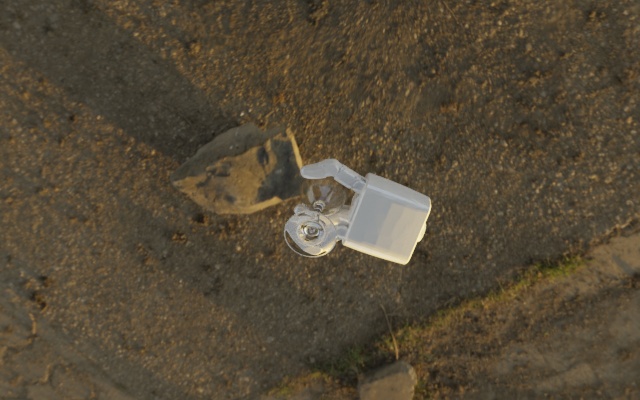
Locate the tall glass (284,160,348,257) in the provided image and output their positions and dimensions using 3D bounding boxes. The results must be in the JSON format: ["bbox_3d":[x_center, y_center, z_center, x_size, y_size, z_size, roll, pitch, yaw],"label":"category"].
[{"bbox_3d":[0.000,0.003,0.742,0.079,0.079,0.201,0,27,9],"label":"tall glass"}]
